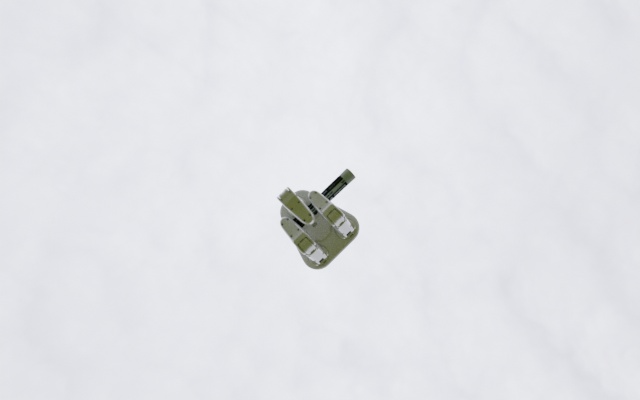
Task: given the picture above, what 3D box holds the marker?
[{"bbox_3d":[0.000,0.002,0.674,0.121,0.020,0.020,-44,2,-2],"label":"marker"}]
